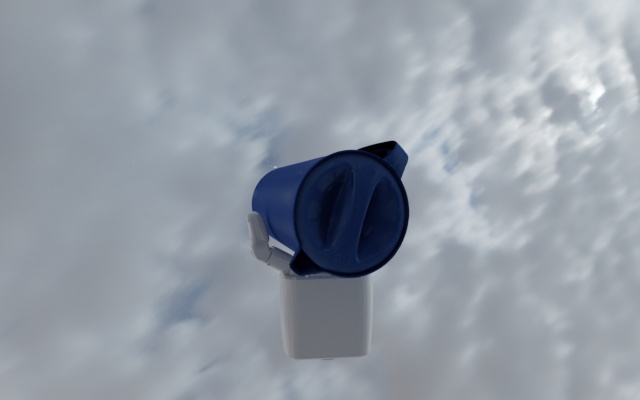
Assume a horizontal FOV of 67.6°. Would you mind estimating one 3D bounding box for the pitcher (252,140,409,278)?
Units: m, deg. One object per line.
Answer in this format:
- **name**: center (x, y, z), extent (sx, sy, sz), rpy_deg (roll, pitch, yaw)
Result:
- **pitcher**: center (0.000, 0.002, 0.599), extent (0.149, 0.145, 0.243), rpy_deg (-2, 4, -21)
